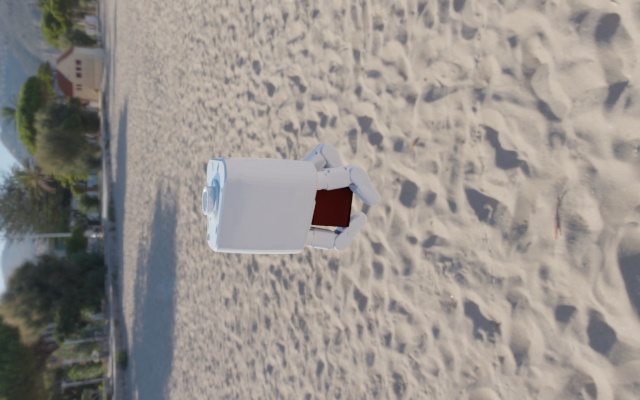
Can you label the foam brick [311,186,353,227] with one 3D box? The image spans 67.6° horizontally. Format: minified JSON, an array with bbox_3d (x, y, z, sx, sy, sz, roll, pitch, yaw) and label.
[{"bbox_3d":[0.000,0.002,0.611,0.051,0.053,0.078,4,4,-25],"label":"foam brick"}]
